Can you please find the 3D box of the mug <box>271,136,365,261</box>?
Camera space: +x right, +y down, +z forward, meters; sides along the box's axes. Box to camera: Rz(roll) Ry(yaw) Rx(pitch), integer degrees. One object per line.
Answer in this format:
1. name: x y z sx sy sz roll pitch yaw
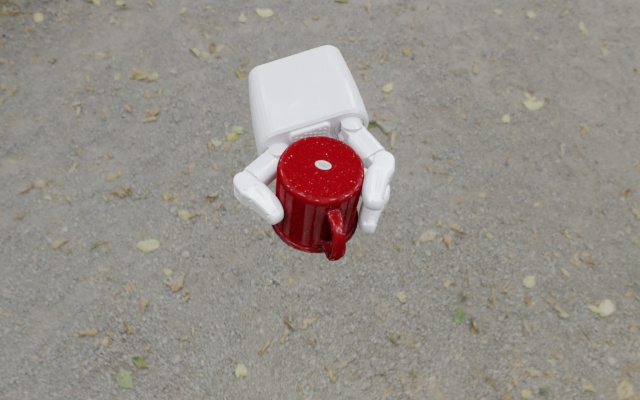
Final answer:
1. mug: 0.000 0.003 0.459 0.093 0.117 0.082 -8 -33 -12
